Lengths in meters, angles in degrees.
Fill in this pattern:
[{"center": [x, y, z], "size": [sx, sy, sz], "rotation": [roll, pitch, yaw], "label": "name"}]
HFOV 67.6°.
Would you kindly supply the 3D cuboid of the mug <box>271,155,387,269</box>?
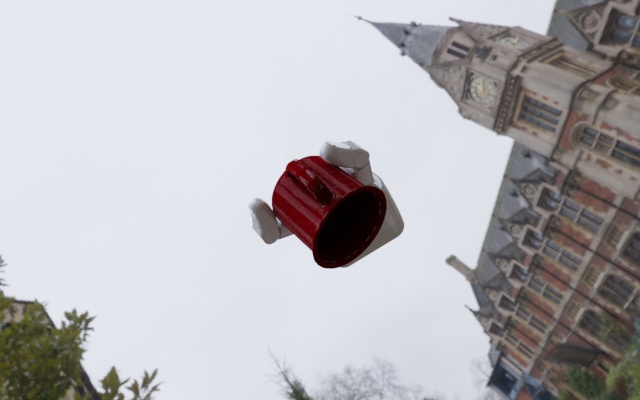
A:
[{"center": [-0.001, 0.001, 0.466], "size": [0.081, 0.093, 0.117], "rotation": [39, -7, 37], "label": "mug"}]
